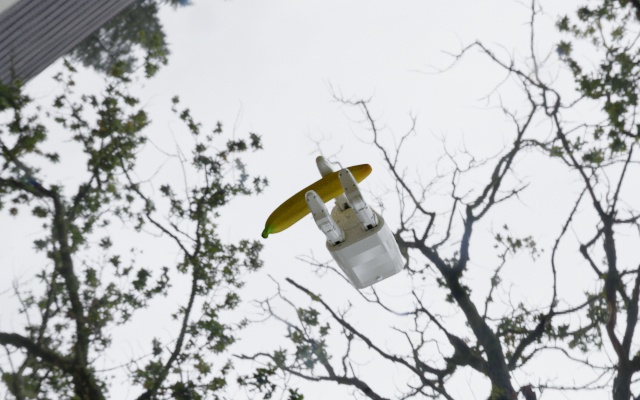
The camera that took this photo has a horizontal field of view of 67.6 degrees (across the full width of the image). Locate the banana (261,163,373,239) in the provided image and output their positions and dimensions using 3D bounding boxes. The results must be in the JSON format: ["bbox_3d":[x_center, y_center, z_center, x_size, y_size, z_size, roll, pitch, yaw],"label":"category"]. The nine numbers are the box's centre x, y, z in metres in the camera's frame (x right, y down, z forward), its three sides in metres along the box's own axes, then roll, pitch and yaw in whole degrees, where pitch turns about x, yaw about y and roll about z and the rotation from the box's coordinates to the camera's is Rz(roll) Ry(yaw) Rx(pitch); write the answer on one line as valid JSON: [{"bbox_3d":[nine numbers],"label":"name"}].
[{"bbox_3d":[-0.010,0.000,0.727,0.198,0.037,0.069,-34,25,-13],"label":"banana"}]
